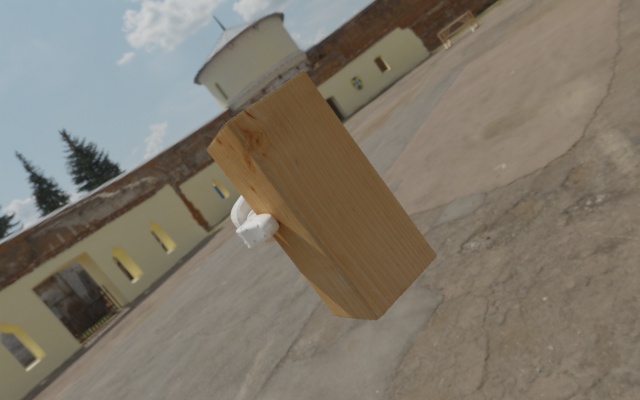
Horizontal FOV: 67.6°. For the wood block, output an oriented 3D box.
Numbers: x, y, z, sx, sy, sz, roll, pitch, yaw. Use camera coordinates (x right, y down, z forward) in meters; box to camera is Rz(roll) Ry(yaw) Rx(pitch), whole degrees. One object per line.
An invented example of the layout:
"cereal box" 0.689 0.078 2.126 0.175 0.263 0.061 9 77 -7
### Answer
"wood block" 0.000 0.002 0.445 0.090 0.206 0.090 -41 8 -25
